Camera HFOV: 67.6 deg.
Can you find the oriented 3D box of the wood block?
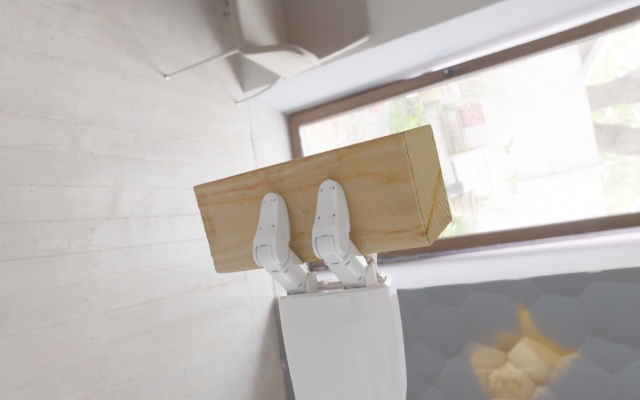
[{"bbox_3d":[0.000,0.002,0.433,0.206,0.090,0.091,-11,6,28],"label":"wood block"}]
